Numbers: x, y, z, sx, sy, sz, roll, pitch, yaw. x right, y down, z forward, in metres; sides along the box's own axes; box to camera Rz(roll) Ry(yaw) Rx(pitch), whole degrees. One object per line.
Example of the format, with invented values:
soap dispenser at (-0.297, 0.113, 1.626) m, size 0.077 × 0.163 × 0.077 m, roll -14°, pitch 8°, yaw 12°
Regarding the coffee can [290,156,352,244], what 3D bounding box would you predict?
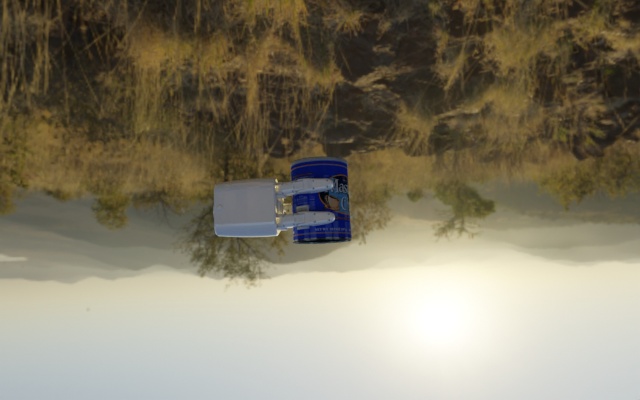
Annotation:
coffee can at (0.000, 0.003, 0.838) m, size 0.103 × 0.140 × 0.103 m, roll -2°, pitch -9°, yaw 0°
